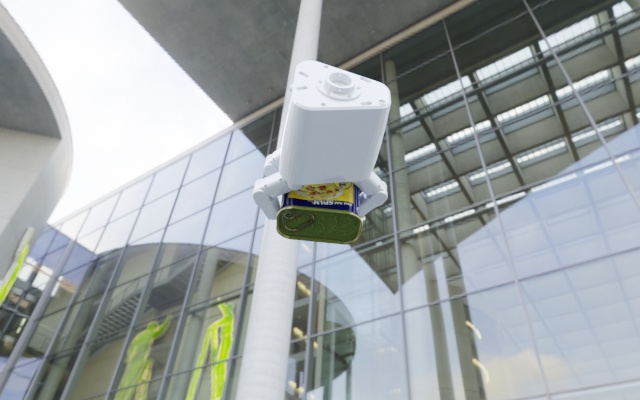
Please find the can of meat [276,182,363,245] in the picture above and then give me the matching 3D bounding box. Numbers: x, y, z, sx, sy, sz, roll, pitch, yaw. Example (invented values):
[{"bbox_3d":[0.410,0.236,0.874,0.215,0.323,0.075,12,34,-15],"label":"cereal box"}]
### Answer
[{"bbox_3d":[0.000,0.002,0.595,0.102,0.083,0.057,6,-43,-2],"label":"can of meat"}]
